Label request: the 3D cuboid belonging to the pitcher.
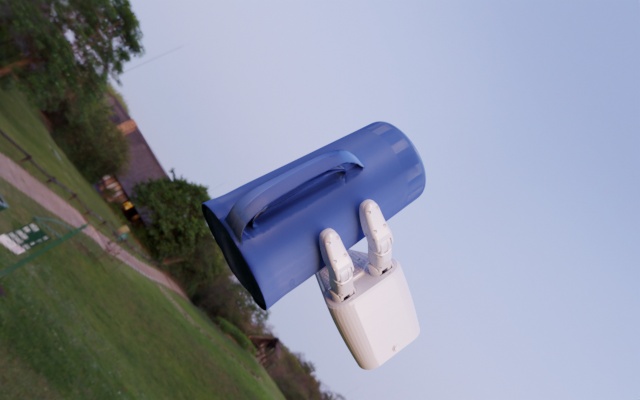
[{"bbox_3d":[0.000,0.002,0.538,0.243,0.145,0.149,-31,24,-19],"label":"pitcher"}]
